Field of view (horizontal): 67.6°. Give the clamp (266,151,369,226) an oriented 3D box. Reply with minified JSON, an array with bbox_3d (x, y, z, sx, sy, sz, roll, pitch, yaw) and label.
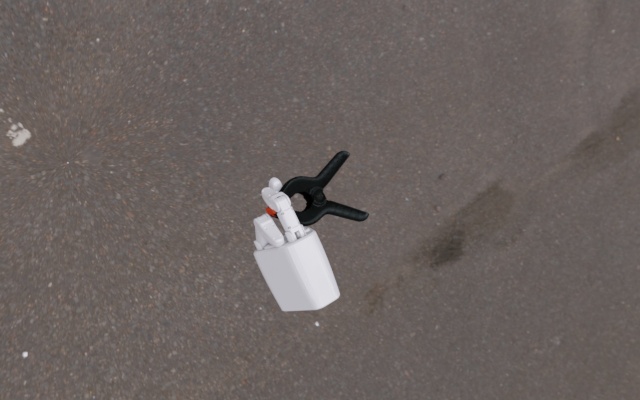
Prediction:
[{"bbox_3d":[0.000,0.002,0.761,0.171,0.120,0.039,-27,-2,-24],"label":"clamp"}]
